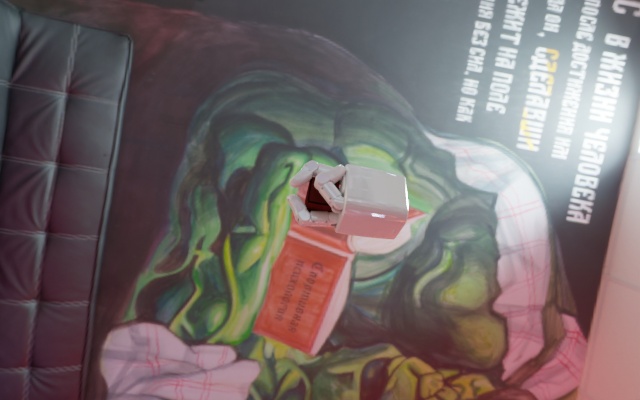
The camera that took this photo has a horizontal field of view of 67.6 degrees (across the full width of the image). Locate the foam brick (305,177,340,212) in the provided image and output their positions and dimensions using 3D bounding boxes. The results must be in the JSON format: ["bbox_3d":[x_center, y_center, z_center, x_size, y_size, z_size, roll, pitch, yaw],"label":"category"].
[{"bbox_3d":[0.000,0.003,0.836,0.051,0.053,0.078,9,-28,-4],"label":"foam brick"}]
